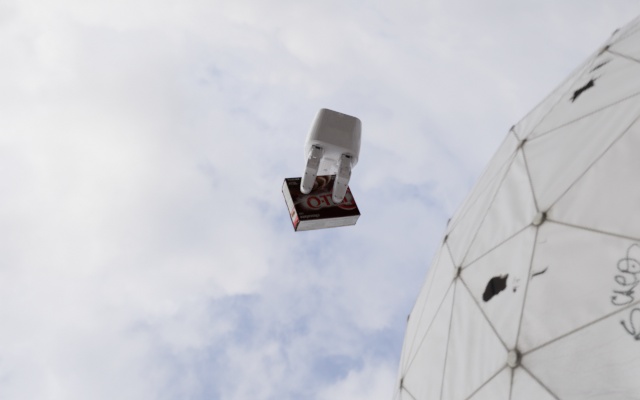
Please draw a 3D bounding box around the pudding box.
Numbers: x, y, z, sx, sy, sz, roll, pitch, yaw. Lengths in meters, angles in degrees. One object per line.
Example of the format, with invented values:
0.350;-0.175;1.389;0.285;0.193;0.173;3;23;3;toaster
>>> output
0.000;0.003;0.800;0.113;0.090;0.039;-7;-37;-21;pudding box
